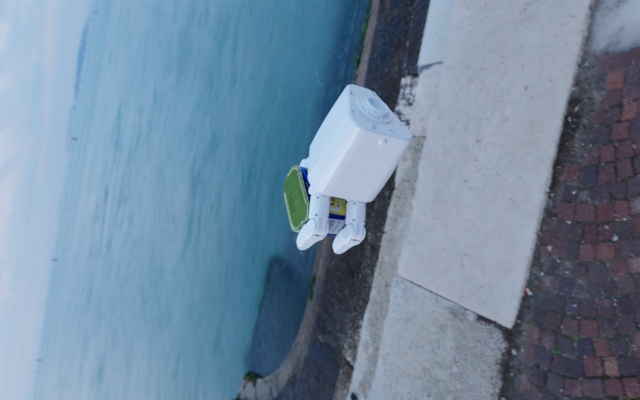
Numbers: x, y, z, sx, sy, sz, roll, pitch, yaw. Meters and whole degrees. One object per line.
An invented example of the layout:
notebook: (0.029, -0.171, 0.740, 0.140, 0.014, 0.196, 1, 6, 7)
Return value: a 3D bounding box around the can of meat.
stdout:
can of meat: (0.000, 0.002, 0.668, 0.084, 0.102, 0.057, 9, -45, -29)
